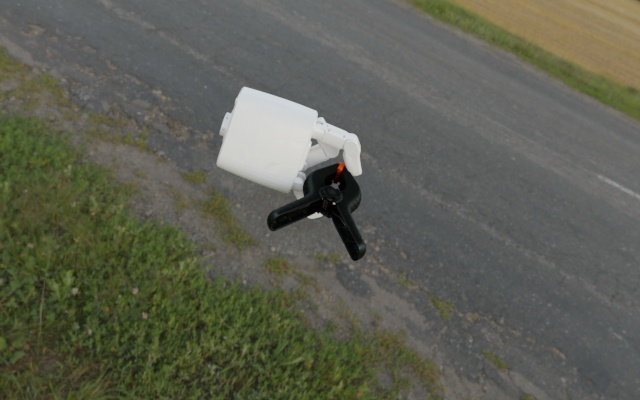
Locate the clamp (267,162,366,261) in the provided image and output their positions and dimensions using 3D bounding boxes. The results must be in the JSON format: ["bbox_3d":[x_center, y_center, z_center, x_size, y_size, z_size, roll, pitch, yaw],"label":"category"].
[{"bbox_3d":[0.000,0.001,0.611,0.120,0.039,0.171,20,34,-9],"label":"clamp"}]
